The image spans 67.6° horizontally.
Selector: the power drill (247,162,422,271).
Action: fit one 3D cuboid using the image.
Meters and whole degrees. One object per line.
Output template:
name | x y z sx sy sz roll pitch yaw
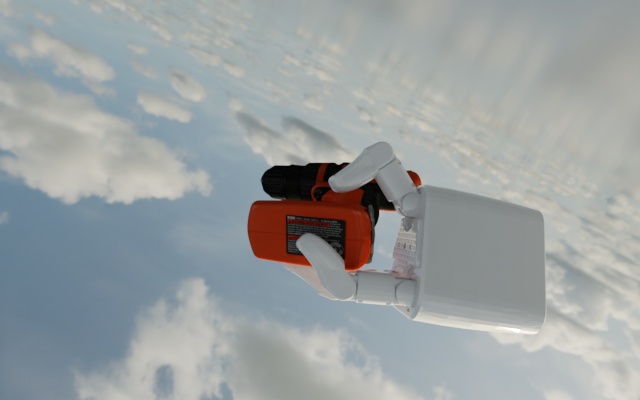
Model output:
power drill | 0.000 0.002 0.474 0.184 0.057 0.187 3 18 17
